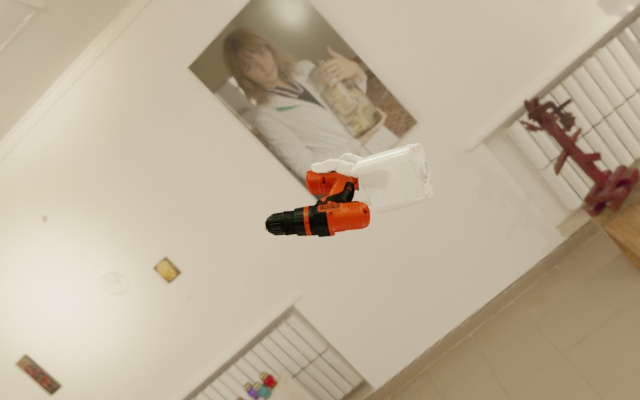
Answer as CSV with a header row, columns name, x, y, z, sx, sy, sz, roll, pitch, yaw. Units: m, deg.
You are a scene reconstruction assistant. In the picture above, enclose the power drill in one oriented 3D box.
name,x,y,z,sx,sy,sz,roll,pitch,yaw
power drill,0.000,0.003,0.886,0.184,0.057,0.187,-5,29,8
